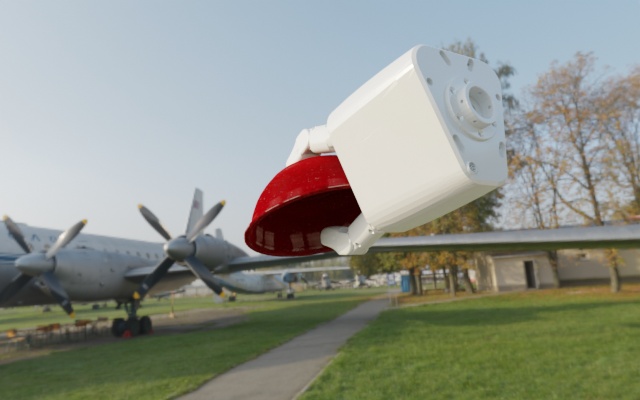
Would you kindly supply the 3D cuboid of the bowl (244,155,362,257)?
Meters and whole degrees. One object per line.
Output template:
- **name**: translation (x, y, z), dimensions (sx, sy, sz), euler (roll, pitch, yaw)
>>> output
- **bowl**: translation (-0.001, 0.002, 0.478), dimensions (0.162, 0.055, 0.162), euler (-12, -25, -6)
